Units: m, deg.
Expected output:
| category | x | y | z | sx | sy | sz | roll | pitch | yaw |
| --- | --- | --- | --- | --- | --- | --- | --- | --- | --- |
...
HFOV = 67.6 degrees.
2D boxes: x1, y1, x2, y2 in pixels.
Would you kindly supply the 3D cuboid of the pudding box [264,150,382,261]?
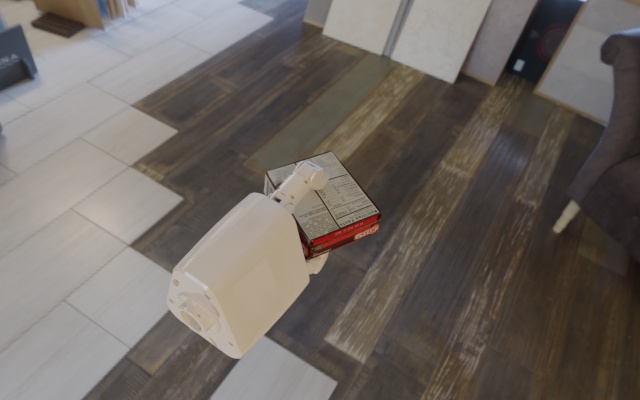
| category | x | y | z | sx | sy | sz | roll | pitch | yaw |
| --- | --- | --- | --- | --- | --- | --- | --- | --- | --- |
| pudding box | 0.000 | 0.002 | 0.526 | 0.090 | 0.113 | 0.039 | -19 | -36 | -22 |
